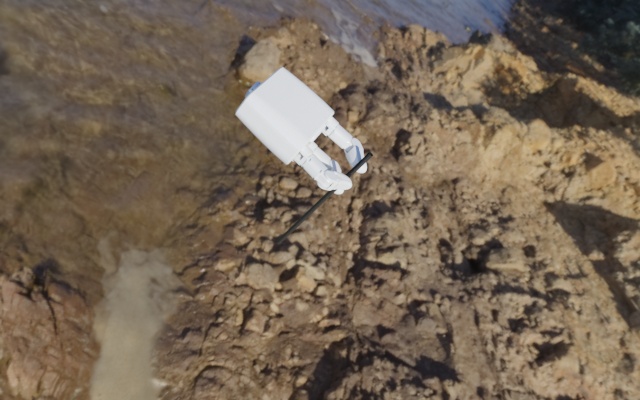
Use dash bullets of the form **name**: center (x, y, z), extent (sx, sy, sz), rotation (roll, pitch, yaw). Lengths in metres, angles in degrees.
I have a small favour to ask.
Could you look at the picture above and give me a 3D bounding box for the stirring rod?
- **stirring rod**: center (0.000, 0.002, 0.754), extent (0.011, 0.011, 0.240), rotation (0, -35, -47)
